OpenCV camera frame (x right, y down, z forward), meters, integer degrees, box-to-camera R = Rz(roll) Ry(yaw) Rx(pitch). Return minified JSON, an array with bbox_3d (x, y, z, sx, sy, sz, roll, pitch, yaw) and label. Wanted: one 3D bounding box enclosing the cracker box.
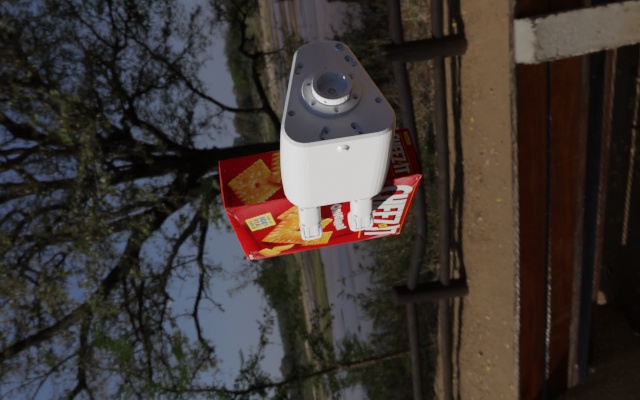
[{"bbox_3d":[0.000,0.002,0.578,0.213,0.072,0.164,-9,-26,-5],"label":"cracker box"}]
